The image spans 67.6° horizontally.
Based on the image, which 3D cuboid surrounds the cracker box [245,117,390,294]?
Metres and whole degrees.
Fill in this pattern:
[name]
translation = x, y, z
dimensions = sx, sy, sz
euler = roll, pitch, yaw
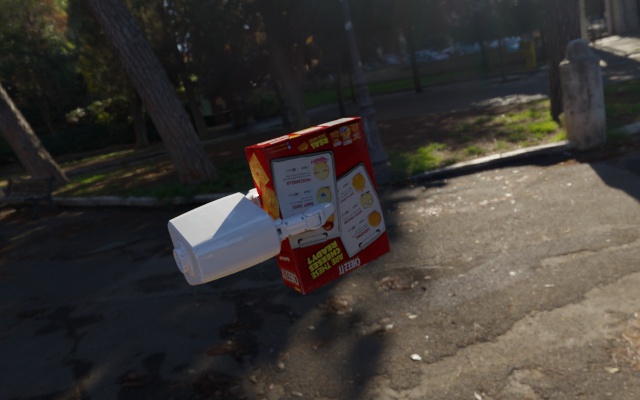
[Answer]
[cracker box]
translation = 0.000, 0.002, 0.699
dimensions = 0.164, 0.214, 0.072
euler = -22, 16, -27
